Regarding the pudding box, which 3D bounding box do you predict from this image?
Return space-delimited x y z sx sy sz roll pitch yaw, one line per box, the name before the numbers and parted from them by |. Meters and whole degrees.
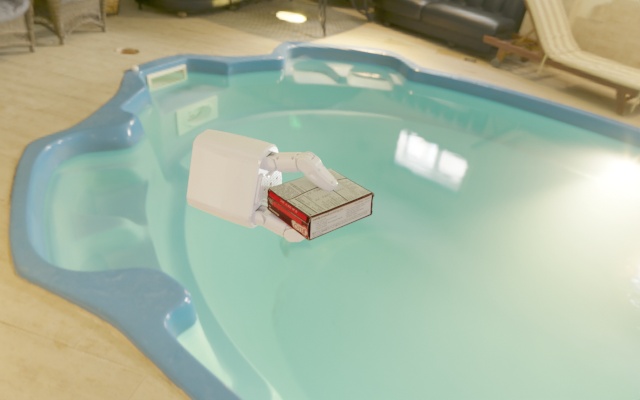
pudding box | 0.000 0.002 0.627 0.113 0.039 0.090 -22 40 -34
